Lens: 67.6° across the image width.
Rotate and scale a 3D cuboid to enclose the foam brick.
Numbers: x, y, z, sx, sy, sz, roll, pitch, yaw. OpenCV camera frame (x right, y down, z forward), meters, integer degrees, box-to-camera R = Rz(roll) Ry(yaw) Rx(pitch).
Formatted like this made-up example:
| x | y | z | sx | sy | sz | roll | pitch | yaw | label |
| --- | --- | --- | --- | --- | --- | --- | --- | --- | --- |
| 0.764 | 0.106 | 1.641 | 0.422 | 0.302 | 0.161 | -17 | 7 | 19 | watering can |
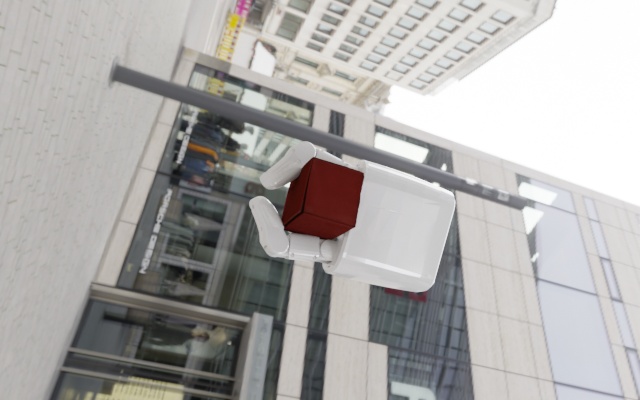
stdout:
| x | y | z | sx | sy | sz | roll | pitch | yaw | label |
| --- | --- | --- | --- | --- | --- | --- | --- | --- | --- |
| 0.000 | 0.001 | 0.442 | 0.051 | 0.053 | 0.078 | 17 | -18 | -14 | foam brick |
